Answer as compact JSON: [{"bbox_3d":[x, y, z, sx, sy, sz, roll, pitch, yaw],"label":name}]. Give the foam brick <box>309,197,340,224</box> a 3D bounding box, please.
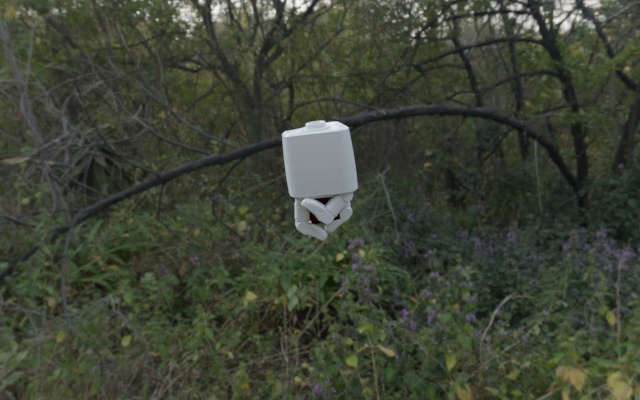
[{"bbox_3d":[0.000,0.003,0.846,0.053,0.051,0.078,-11,18,-8],"label":"foam brick"}]
